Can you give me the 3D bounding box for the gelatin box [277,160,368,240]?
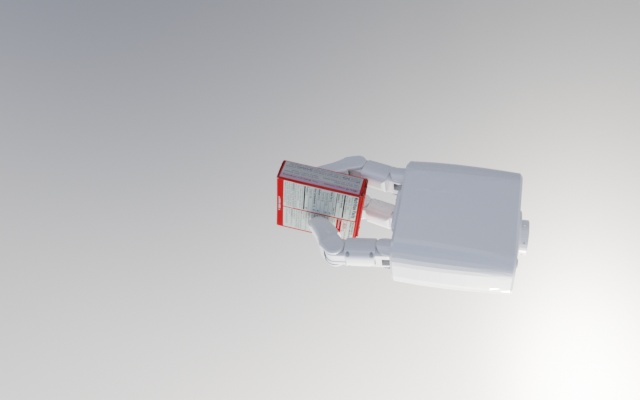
[{"bbox_3d":[0.000,0.002,0.492,0.089,0.030,0.073,12,-42,7],"label":"gelatin box"}]
